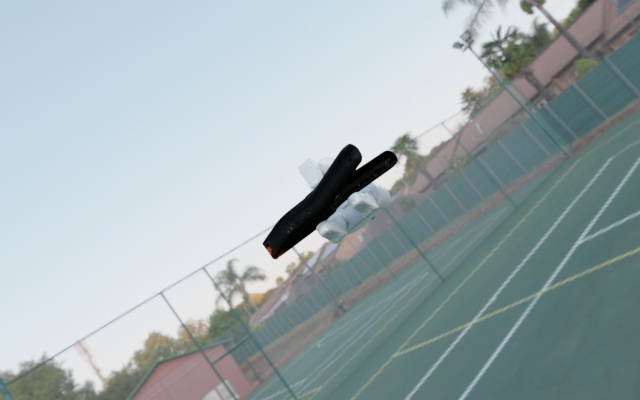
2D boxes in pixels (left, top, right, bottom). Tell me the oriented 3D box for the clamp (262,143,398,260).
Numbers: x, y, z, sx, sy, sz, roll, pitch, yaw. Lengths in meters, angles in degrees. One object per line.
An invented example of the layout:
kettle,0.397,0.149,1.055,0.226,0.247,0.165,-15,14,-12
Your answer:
clamp,-0.001,0.002,0.600,0.210,0.036,0.164,-41,-14,13
